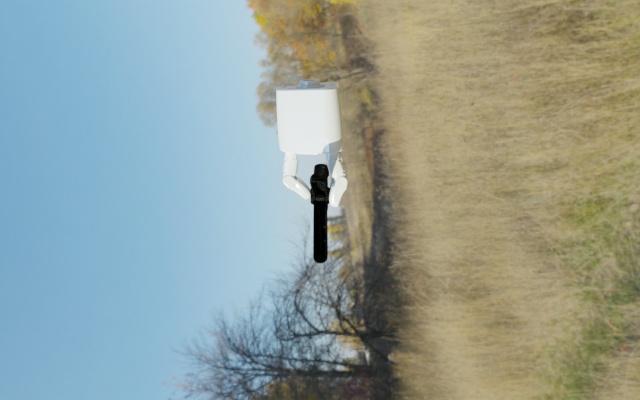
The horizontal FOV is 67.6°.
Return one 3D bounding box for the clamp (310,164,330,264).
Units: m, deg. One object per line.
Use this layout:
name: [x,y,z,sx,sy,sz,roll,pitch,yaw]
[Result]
clamp: [-0.001,0.002,0.861,0.036,0.165,0.210,0,21,2]
